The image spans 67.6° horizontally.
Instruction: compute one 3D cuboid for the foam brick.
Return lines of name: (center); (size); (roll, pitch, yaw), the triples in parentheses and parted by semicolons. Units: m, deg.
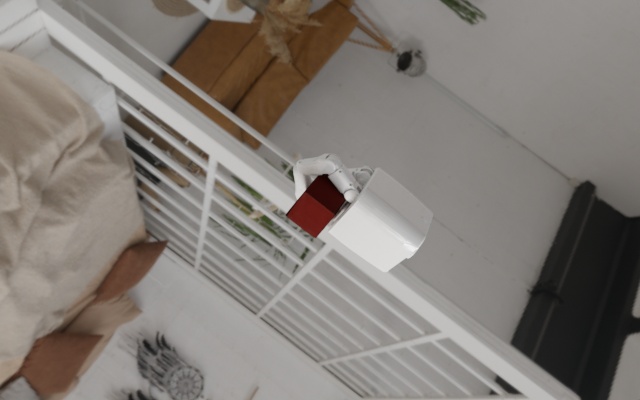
foam brick: (0.000, 0.002, 0.642); (0.053, 0.051, 0.078); (-50, 1, 36)
